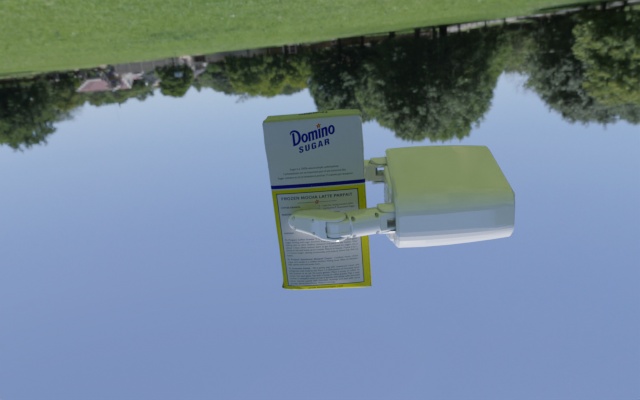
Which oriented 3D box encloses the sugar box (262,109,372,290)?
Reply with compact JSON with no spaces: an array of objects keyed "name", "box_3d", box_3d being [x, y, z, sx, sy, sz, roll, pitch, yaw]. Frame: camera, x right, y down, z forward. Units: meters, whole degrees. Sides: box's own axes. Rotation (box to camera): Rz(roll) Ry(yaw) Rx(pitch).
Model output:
[{"name":"sugar box","box_3d":[0.000,0.001,0.476,0.093,0.176,0.048,-3,17,4]}]
